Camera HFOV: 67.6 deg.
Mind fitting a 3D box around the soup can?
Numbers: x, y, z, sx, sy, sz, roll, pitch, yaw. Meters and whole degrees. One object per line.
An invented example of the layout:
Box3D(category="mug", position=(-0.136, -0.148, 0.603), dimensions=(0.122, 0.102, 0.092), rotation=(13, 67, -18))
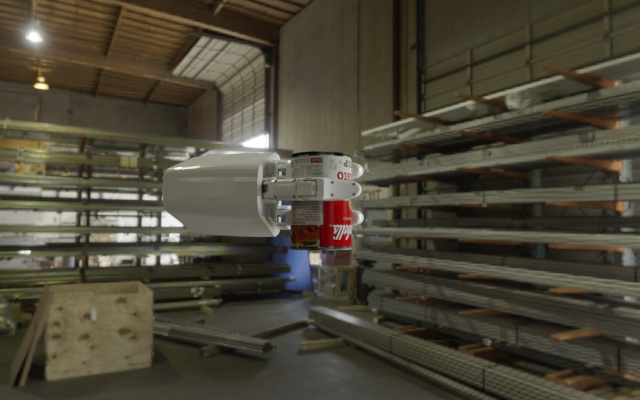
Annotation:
Box3D(category="soup can", position=(0.001, 0.001, 0.518), dimensions=(0.068, 0.102, 0.068), rotation=(0, -3, 0))
